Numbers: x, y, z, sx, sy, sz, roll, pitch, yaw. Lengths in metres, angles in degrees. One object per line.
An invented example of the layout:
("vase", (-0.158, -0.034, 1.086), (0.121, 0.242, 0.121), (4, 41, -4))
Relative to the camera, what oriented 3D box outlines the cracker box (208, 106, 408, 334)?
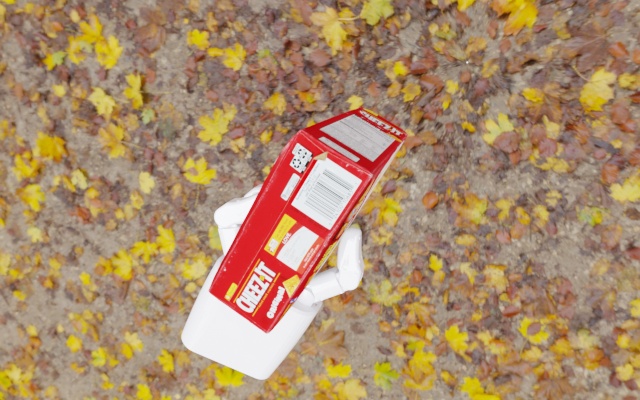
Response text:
("cracker box", (0.000, 0.002, 0.456), (0.072, 0.164, 0.213), (34, 22, 5))
